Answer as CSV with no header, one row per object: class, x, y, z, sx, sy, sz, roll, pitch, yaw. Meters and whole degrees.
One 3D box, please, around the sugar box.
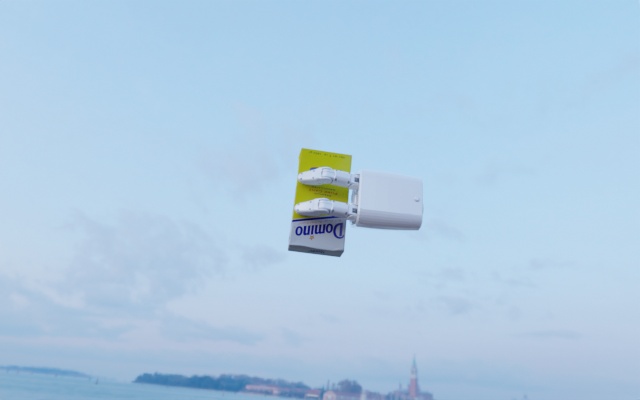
sugar box,0.000,0.002,0.813,0.093,0.176,0.048,7,-22,-5
